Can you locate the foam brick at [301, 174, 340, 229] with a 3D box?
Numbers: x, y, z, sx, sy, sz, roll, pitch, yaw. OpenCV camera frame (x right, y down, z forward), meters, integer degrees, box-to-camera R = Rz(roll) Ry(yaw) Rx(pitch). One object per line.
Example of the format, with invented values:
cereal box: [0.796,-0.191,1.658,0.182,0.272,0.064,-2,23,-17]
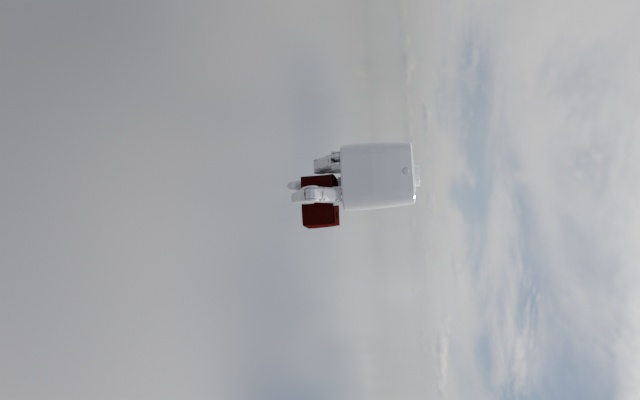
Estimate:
foam brick: [0.000,0.003,0.740,0.051,0.078,0.053,-3,-7,9]
